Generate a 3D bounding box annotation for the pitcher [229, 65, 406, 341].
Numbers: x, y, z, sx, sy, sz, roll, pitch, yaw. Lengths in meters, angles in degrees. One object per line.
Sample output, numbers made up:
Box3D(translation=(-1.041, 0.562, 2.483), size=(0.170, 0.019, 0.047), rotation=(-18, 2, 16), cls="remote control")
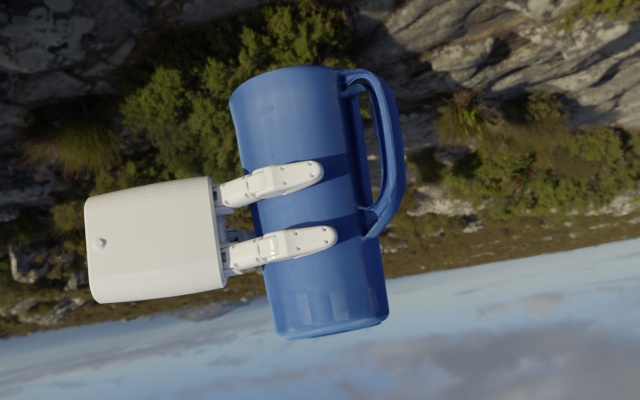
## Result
Box3D(translation=(0.000, 0.002, 0.458), size=(0.145, 0.242, 0.149), rotation=(-8, -13, -10), cls="pitcher")
